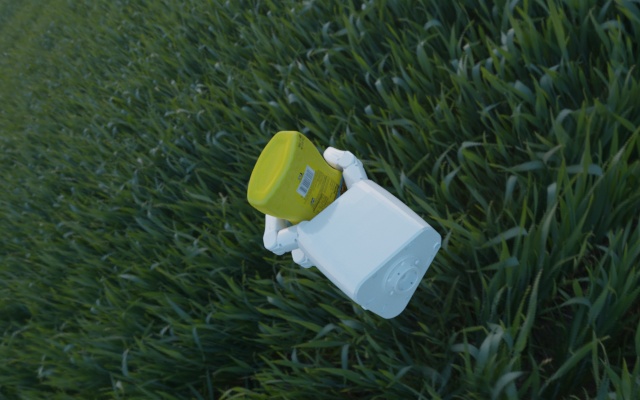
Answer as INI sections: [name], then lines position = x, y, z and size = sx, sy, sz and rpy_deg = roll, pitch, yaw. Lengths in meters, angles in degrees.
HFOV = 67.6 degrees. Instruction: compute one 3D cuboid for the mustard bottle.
[mustard bottle]
position = 0.000, 0.002, 0.590
size = 0.058, 0.096, 0.192
rpy_deg = 7, -21, 42
